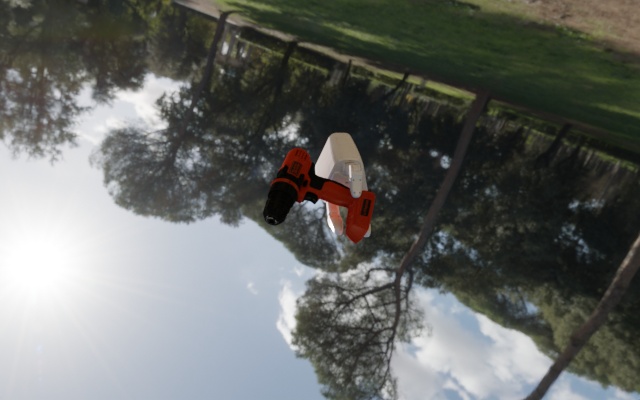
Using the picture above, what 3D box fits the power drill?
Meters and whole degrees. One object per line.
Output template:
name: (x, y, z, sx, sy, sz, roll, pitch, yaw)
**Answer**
power drill: (0.001, 0.003, 0.859, 0.187, 0.184, 0.057, 28, -43, -9)
